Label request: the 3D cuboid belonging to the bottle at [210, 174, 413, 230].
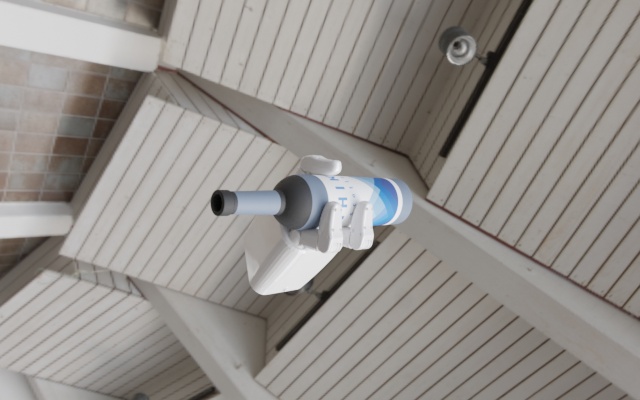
[{"bbox_3d":[0.000,0.002,0.592,0.296,0.069,0.069,0,0,-44],"label":"bottle"}]
